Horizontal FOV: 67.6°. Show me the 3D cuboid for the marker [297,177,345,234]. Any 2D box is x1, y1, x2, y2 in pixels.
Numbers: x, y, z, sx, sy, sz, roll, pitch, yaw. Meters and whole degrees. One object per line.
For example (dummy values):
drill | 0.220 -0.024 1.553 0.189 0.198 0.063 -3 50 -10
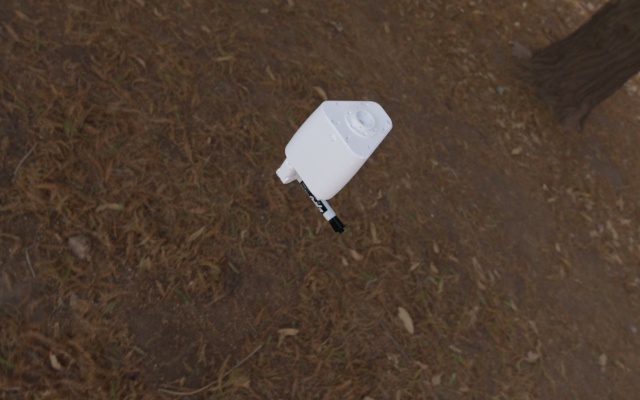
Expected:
marker | 0.000 0.003 0.771 0.020 0.121 0.020 -35 -8 -5
